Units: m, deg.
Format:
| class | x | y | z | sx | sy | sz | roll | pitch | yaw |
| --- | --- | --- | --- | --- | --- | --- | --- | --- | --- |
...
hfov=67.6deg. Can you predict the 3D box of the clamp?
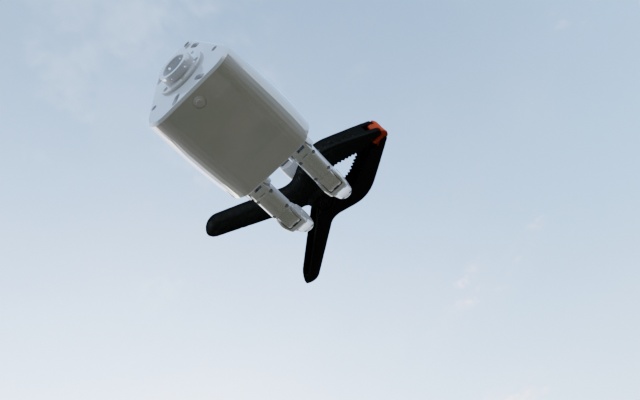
| class | x | y | z | sx | sy | sz | roll | pitch | yaw |
| --- | --- | --- | --- | --- | --- | --- | --- | --- | --- |
| clamp | 0.000 | 0.001 | 0.536 | 0.165 | 0.210 | 0.036 | 42 | 9 | -40 |
